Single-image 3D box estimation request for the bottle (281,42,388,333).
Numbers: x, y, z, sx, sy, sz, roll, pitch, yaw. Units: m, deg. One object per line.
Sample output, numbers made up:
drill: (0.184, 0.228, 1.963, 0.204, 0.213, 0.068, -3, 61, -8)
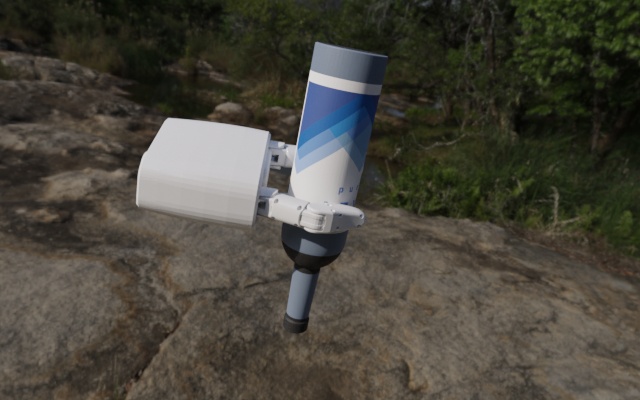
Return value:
bottle: (0.000, 0.001, 0.473, 0.069, 0.296, 0.069, 10, 19, -4)
